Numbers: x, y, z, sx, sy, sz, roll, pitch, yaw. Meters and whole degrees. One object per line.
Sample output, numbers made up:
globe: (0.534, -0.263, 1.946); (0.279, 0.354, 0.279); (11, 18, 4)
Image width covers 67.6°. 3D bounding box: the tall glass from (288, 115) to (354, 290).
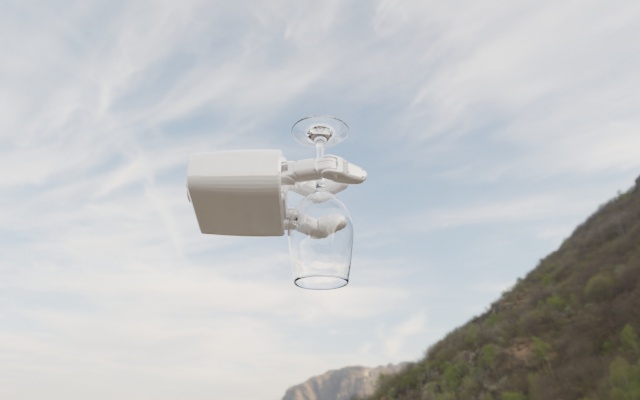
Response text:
tall glass: (0.000, 0.001, 0.573); (0.079, 0.201, 0.079); (-1, -24, 0)
